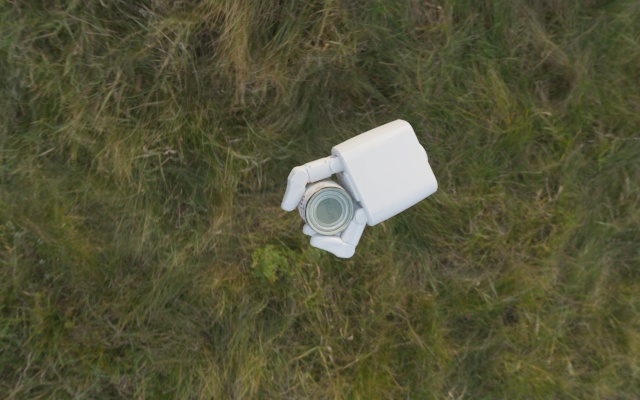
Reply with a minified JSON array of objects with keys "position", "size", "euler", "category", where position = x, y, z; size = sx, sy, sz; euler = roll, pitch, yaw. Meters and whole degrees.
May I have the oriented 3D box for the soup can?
[{"position":[0.000,0.002,0.660],"size":[0.068,0.068,0.102],"euler":[0,15,-15],"category":"soup can"}]
